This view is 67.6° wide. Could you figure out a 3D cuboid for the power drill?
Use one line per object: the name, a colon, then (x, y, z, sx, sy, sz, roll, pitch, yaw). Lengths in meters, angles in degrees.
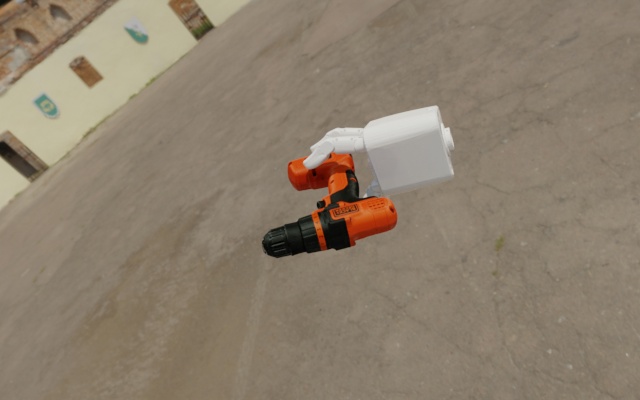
power drill: (0.000, 0.002, 0.694, 0.184, 0.057, 0.187, -13, 37, -3)
